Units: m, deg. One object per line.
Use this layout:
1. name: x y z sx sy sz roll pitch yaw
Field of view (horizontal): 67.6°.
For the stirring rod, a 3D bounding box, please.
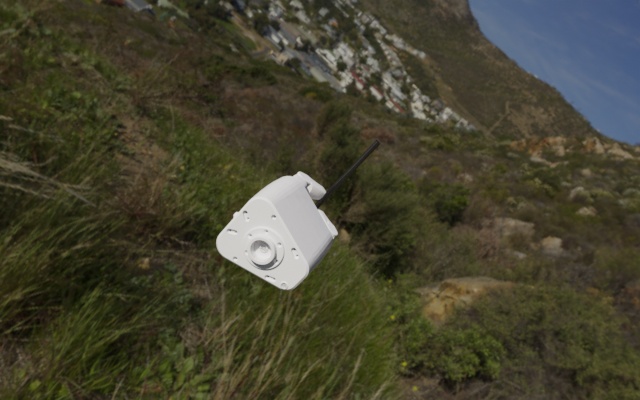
1. stirring rod: 0.000 0.002 0.689 0.239 0.011 0.011 -46 -20 20
